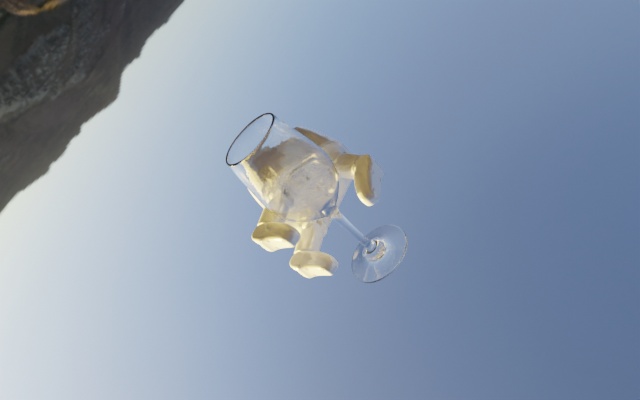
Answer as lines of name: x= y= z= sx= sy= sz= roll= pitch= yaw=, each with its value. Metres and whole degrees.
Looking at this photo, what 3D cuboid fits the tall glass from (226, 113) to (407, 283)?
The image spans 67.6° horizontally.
tall glass: x=0.001 y=0.002 z=0.478 sx=0.201 sy=0.079 sz=0.079 roll=42 pitch=-25 yaw=-31
